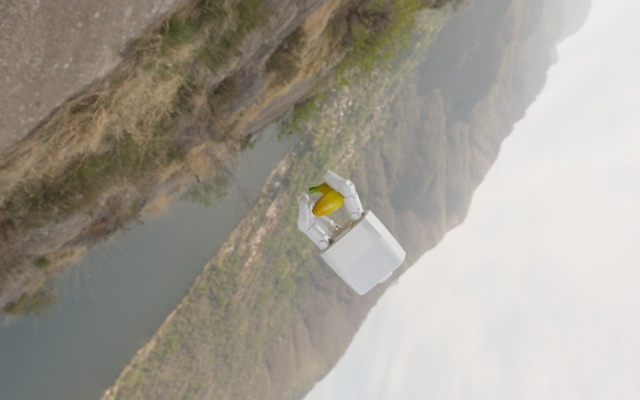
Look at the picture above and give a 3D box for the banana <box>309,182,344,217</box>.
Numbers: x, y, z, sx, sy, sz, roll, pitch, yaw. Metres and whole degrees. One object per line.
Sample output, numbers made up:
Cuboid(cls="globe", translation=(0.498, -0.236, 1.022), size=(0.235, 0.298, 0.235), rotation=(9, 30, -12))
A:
Cuboid(cls="banana", translation=(0.017, -0.006, 0.868), size=(0.069, 0.037, 0.197), rotation=(-27, 10, 3))
